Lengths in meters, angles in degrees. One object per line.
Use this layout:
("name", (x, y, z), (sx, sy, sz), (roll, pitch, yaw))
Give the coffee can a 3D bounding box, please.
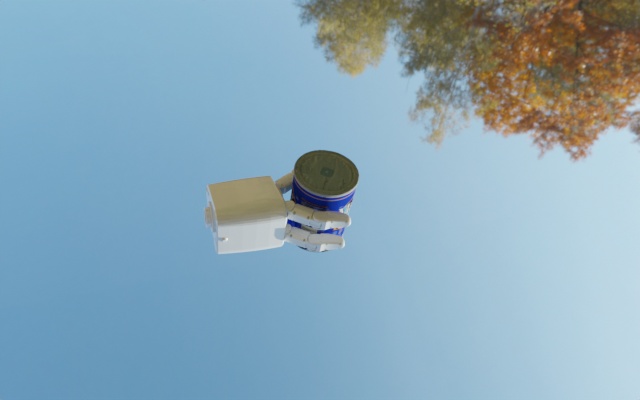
("coffee can", (0.000, 0.002, 0.787), (0.103, 0.102, 0.140), (0, -43, -11))
